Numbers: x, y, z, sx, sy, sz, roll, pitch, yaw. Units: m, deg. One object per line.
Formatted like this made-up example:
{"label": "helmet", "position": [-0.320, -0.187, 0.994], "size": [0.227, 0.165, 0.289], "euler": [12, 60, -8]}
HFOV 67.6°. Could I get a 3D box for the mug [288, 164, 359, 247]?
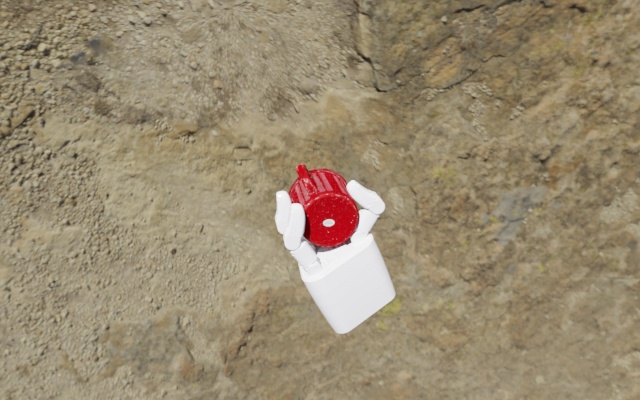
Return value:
{"label": "mug", "position": [0.000, 0.001, 0.653], "size": [0.093, 0.117, 0.081], "euler": [-27, 25, 1]}
